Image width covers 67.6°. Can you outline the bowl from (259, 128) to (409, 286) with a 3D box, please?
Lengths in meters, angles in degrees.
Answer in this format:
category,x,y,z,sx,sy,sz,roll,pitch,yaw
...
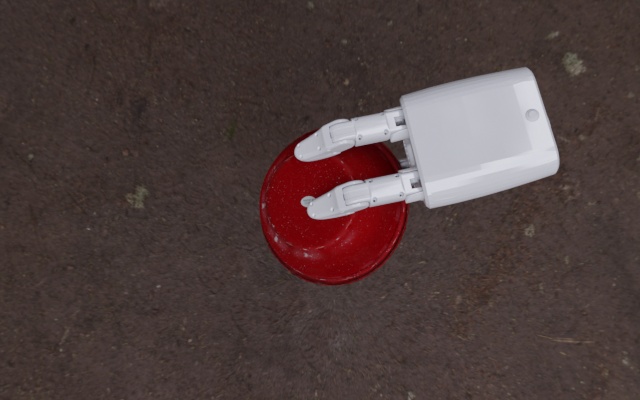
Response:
category,x,y,z,sx,sy,sz,roll,pitch,yaw
bowl,-0.001,0.002,0.459,0.162,0.162,0.055,0,-6,23
